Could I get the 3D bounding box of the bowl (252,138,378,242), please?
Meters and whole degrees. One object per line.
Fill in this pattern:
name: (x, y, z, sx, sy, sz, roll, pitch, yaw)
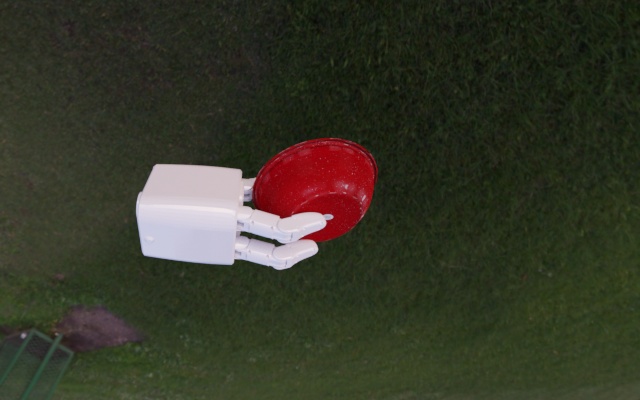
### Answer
bowl: (0.001, 0.002, 0.585, 0.162, 0.055, 0.162, -11, -40, -9)
